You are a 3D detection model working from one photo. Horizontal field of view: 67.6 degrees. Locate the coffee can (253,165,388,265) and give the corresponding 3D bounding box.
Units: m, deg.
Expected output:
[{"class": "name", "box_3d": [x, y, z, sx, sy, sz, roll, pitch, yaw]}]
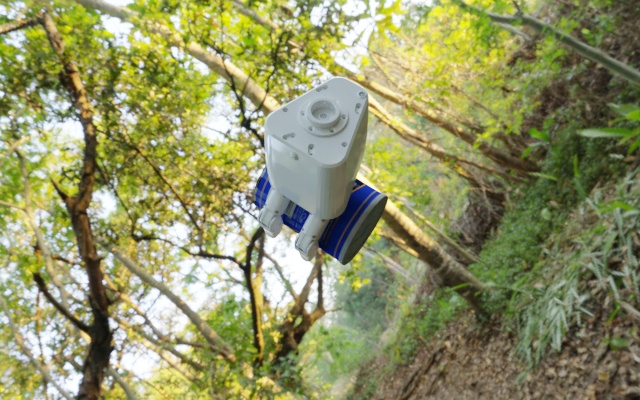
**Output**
[{"class": "coffee can", "box_3d": [0.000, 0.002, 0.611, 0.140, 0.103, 0.103, 32, 9, 15]}]
